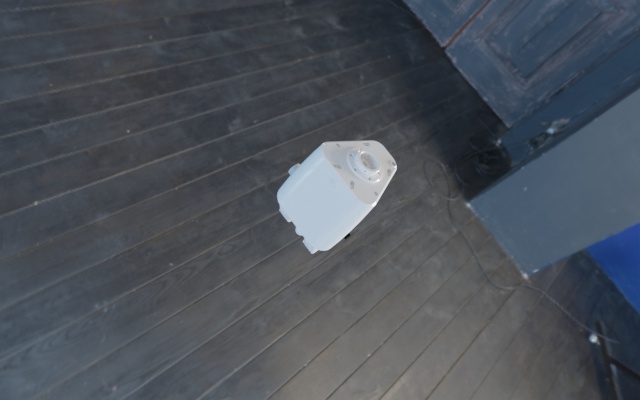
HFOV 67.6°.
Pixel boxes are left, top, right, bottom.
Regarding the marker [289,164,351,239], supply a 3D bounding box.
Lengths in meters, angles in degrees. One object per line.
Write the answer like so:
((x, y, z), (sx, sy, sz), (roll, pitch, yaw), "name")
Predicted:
((0.000, 0.002, 0.645), (0.020, 0.121, 0.020), (-37, -8, -6), "marker")
